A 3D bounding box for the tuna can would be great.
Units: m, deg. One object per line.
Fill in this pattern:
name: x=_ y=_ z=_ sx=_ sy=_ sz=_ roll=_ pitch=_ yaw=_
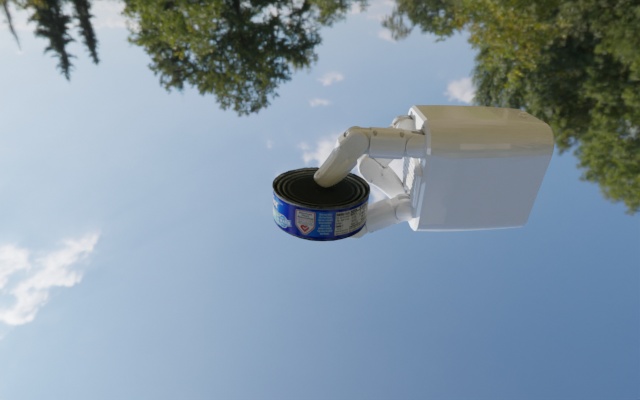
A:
tuna can: x=0.000 y=0.002 z=0.424 sx=0.086 sy=0.034 sz=0.086 roll=3 pitch=26 yaw=-1
